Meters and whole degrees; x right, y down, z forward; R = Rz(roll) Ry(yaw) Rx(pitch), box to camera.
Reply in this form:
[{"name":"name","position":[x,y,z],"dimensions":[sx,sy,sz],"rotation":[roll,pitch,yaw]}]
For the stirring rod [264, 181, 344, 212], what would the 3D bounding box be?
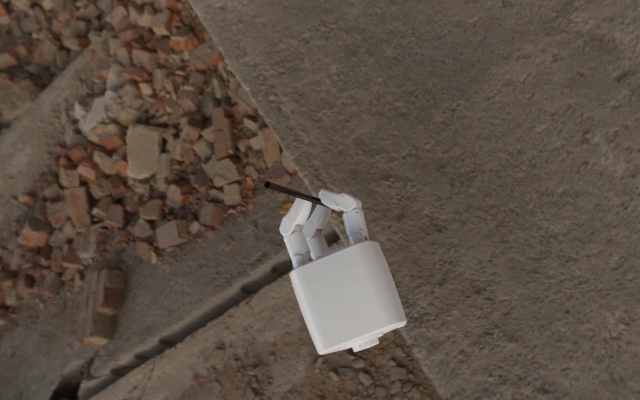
[{"name":"stirring rod","position":[0.000,0.002,0.630],"dimensions":[0.011,0.011,0.239],"rotation":[0,-9,30]}]
